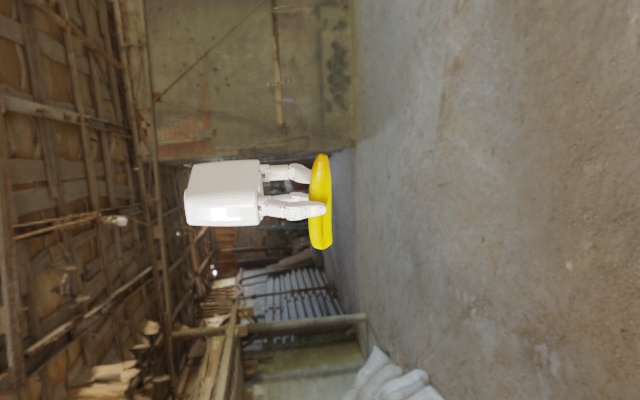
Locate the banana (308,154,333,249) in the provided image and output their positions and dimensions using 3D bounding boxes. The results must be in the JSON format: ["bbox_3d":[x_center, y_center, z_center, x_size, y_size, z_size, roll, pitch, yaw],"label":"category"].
[{"bbox_3d":[0.000,0.019,0.751,0.037,0.069,0.198,0,-42,2],"label":"banana"}]
